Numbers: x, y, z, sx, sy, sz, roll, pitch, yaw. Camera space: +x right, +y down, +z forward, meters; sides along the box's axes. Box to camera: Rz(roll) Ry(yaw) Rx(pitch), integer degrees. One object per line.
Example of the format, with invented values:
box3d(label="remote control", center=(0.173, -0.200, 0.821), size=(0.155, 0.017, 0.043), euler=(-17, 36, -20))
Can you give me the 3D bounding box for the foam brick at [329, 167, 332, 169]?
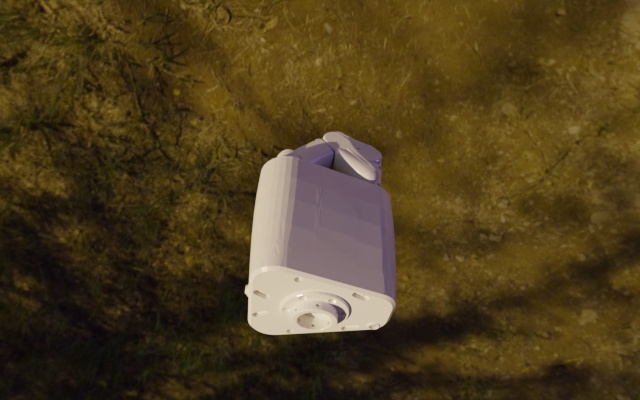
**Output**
box3d(label="foam brick", center=(0.000, 0.002, 0.453), size=(0.053, 0.051, 0.078), euler=(6, -43, -4))
